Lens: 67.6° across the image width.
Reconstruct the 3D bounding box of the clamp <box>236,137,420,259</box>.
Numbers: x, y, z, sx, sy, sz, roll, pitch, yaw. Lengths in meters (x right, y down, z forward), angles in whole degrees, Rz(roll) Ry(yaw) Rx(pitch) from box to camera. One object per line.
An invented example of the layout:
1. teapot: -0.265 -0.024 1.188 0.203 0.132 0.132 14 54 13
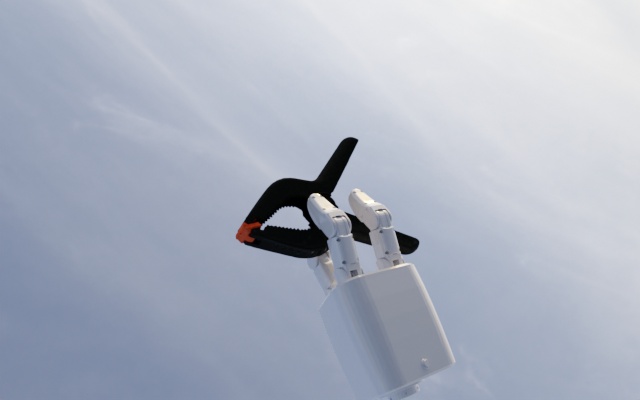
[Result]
1. clamp: -0.001 0.002 0.535 0.210 0.164 0.036 -8 -27 -33
